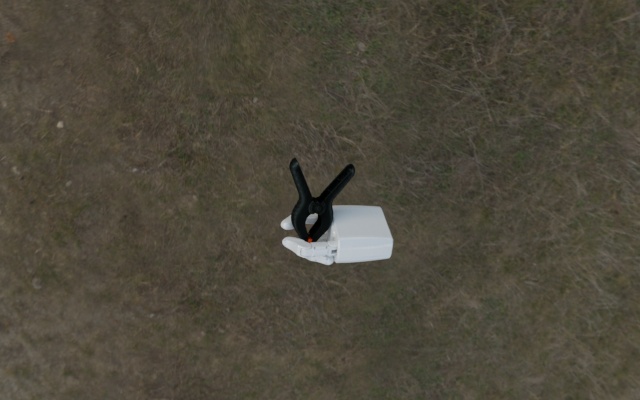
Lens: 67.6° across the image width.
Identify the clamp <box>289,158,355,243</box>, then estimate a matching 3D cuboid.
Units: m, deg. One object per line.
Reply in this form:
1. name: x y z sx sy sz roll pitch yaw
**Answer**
1. clamp: 0.000 0.003 0.861 0.120 0.171 0.039 -1 27 -12
